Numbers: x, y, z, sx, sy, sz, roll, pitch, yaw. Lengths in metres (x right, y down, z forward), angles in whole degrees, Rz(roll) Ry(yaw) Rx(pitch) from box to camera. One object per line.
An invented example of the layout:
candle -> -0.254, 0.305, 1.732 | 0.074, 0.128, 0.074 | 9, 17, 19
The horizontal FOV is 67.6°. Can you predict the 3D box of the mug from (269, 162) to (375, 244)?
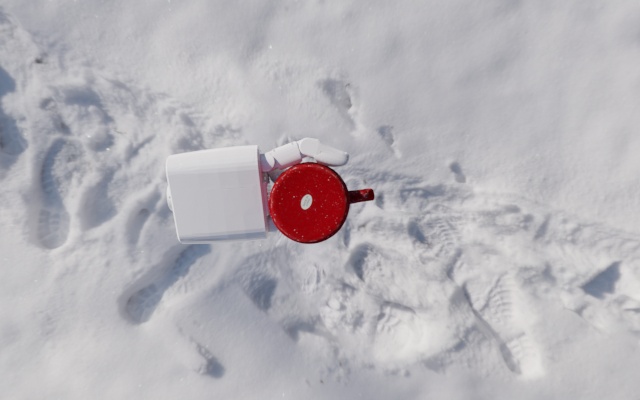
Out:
mug -> 0.002, 0.002, 0.512 | 0.117, 0.093, 0.081 | -5, 1, 0
